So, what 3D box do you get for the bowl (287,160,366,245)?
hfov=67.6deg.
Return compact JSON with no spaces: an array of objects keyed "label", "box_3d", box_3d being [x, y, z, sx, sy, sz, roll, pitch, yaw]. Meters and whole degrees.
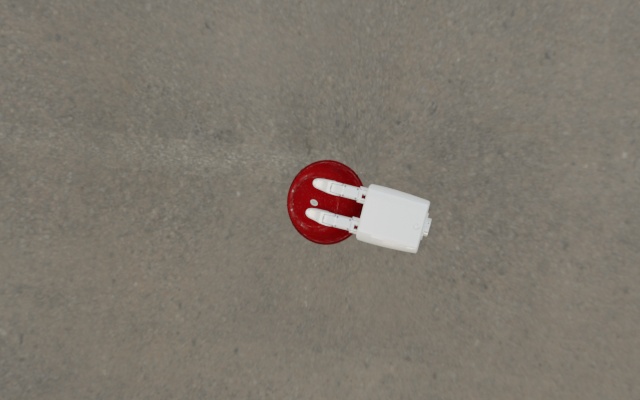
[{"label":"bowl","box_3d":[-0.001,0.003,0.882,0.162,0.162,0.055,0,-1,22]}]
